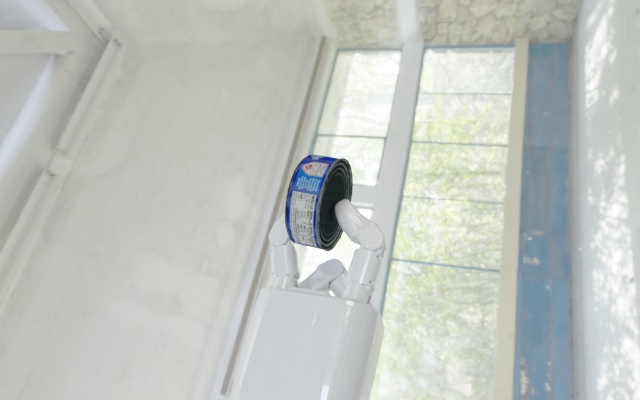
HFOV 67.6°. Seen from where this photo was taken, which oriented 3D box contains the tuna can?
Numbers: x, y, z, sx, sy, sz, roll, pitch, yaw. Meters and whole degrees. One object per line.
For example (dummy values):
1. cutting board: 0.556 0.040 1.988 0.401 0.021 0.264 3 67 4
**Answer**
1. tuna can: 0.000 0.001 0.437 0.034 0.086 0.086 11 4 20
